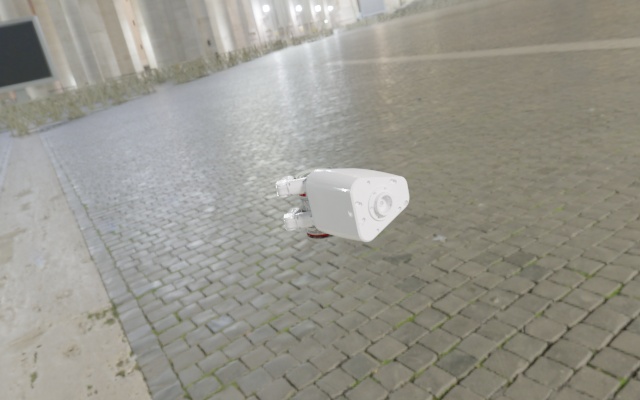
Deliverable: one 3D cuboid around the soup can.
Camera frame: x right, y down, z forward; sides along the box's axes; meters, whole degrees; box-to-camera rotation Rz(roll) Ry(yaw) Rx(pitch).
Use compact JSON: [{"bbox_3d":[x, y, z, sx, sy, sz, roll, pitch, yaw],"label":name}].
[{"bbox_3d":[0.000,0.002,0.776,0.068,0.102,0.068,-12,17,4],"label":"soup can"}]
